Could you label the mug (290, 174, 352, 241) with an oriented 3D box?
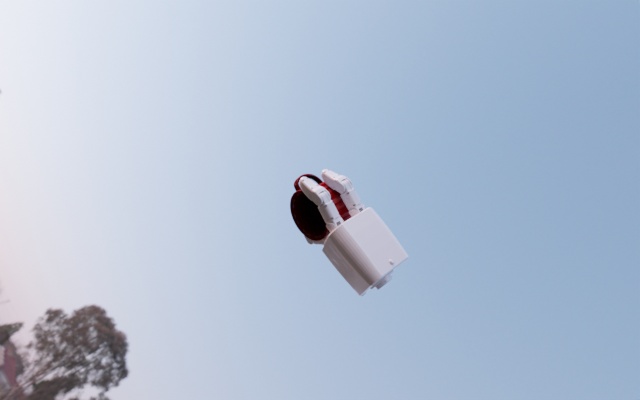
[{"bbox_3d":[-0.001,0.002,0.838,0.081,0.117,0.093,-27,-16,-38],"label":"mug"}]
